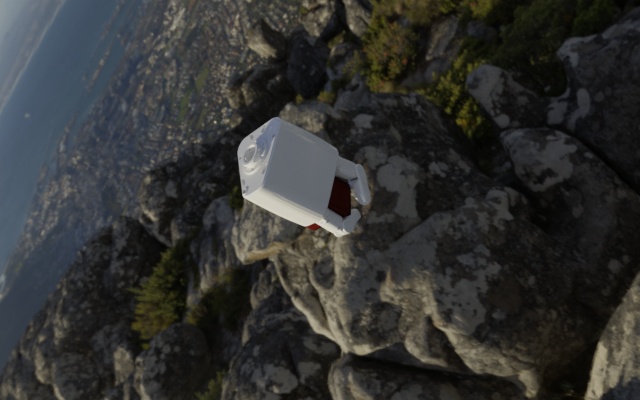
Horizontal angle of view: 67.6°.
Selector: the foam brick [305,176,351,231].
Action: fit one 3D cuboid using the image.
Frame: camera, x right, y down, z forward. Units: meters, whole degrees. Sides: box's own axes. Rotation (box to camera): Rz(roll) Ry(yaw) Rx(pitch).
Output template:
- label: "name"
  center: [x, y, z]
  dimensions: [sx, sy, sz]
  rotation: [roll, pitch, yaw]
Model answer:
- label: "foam brick"
  center: [0.000, 0.003, 0.701]
  dimensions: [0.051, 0.053, 0.078]
  rotation: [26, -38, -36]
